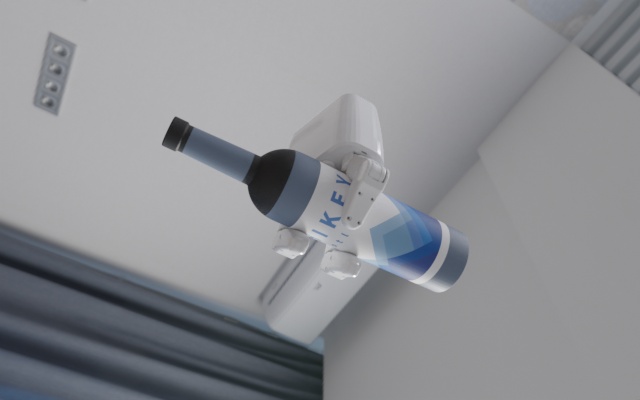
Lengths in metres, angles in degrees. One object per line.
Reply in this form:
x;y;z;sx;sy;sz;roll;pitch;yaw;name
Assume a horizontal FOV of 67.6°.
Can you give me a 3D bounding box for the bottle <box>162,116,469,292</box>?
0.000;0.002;0.442;0.296;0.069;0.069;25;-8;-16;bottle
